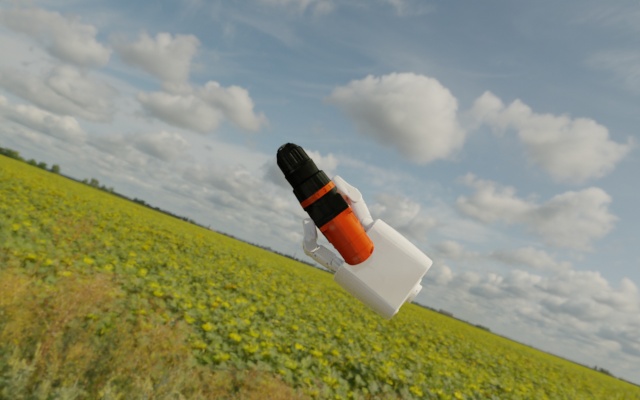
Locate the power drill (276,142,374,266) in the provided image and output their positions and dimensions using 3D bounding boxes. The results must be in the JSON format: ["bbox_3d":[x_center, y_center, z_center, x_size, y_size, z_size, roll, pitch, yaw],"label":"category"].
[{"bbox_3d":[0.000,0.002,0.690,0.057,0.184,0.187,-34,3,0],"label":"power drill"}]
